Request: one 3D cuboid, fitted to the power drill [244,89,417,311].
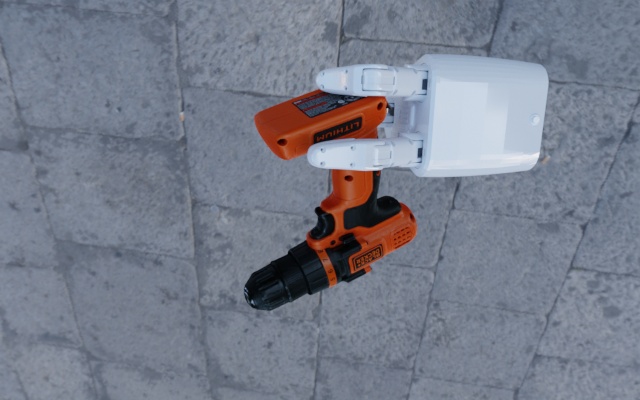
[{"bbox_3d":[0.000,0.001,0.425,0.184,0.188,0.057,-26,41,-17],"label":"power drill"}]
